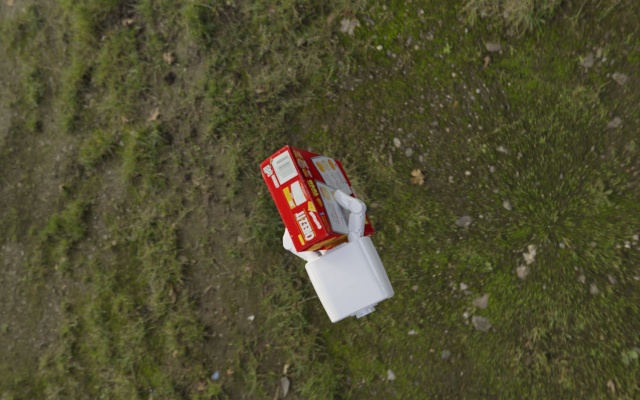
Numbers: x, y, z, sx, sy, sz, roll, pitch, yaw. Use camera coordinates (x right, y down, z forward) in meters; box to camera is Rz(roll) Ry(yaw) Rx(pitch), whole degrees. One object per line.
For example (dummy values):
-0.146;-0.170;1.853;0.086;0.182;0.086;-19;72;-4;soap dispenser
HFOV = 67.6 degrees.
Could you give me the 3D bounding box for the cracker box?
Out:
0.000;0.003;0.846;0.072;0.164;0.214;-30;-15;21;cracker box
